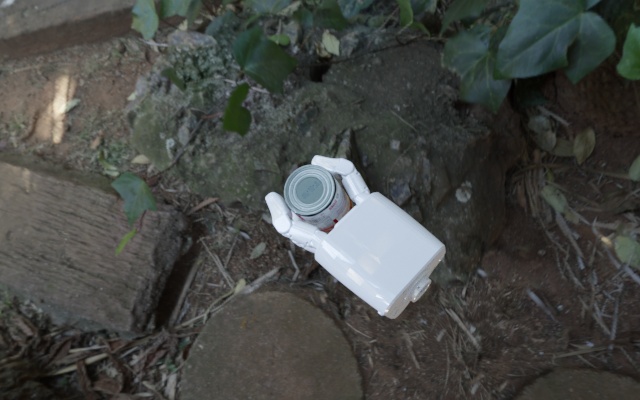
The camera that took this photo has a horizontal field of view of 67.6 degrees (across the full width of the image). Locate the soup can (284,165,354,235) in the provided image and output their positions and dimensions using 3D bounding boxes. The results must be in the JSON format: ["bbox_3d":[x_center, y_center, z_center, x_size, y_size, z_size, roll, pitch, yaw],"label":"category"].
[{"bbox_3d":[0.000,0.002,0.620,0.068,0.068,0.102,0,-17,17],"label":"soup can"}]
